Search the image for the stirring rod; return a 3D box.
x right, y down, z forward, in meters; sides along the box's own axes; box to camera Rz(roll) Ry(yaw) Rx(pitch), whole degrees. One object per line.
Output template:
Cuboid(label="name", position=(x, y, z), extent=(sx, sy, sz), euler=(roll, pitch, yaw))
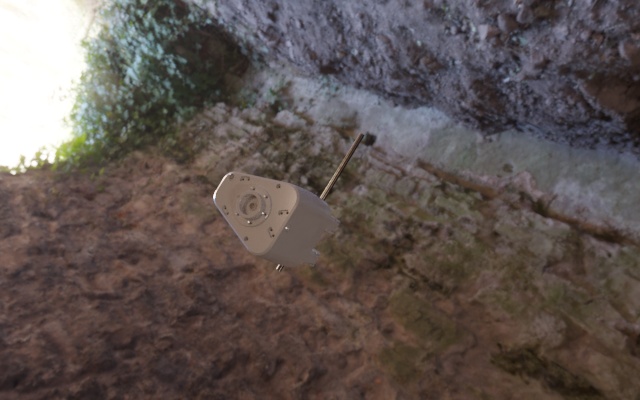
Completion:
Cuboid(label="stirring rod", position=(0.000, 0.002, 0.720), extent=(0.011, 0.239, 0.011), euler=(32, -1, 0))
